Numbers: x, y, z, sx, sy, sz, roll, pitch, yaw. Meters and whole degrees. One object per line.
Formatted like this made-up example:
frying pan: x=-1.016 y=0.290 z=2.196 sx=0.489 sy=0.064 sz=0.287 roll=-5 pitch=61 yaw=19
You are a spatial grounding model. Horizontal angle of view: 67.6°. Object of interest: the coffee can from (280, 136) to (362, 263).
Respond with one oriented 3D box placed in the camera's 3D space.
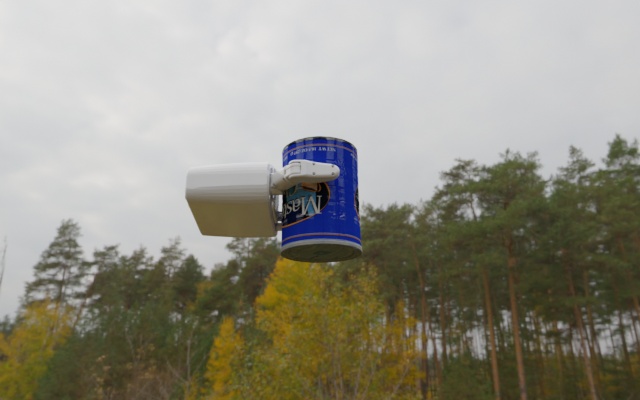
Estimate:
coffee can: x=0.000 y=0.002 z=0.622 sx=0.103 sy=0.140 sz=0.103 roll=-1 pitch=-19 yaw=0
